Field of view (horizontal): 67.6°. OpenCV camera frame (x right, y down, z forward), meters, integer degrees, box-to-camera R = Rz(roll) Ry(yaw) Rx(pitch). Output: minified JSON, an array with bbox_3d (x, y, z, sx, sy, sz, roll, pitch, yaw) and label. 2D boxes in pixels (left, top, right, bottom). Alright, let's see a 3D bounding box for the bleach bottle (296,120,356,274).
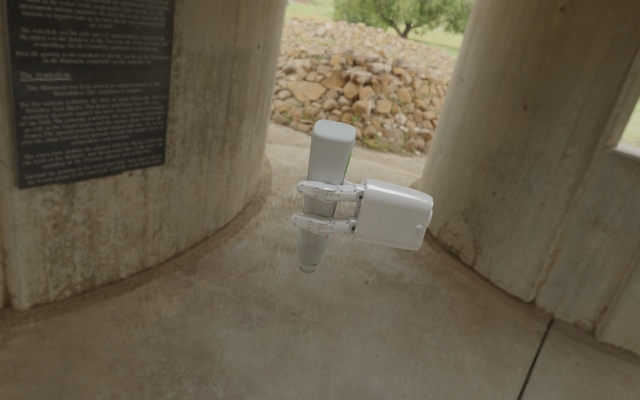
[{"bbox_3d":[0.000,0.003,0.783,0.068,0.251,0.102,12,24,1],"label":"bleach bottle"}]
